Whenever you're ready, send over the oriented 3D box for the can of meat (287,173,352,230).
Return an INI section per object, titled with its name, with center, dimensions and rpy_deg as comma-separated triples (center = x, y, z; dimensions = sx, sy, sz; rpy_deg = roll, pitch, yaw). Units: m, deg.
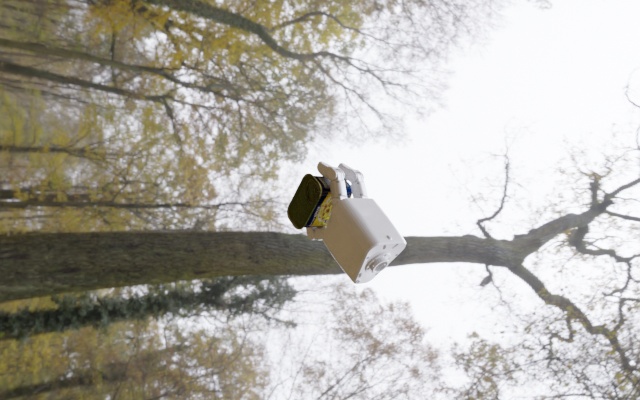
[can of meat]
center = 0.000, 0.003, 0.867
dimensions = 0.084, 0.102, 0.057
rpy_deg = 1, 38, -41
